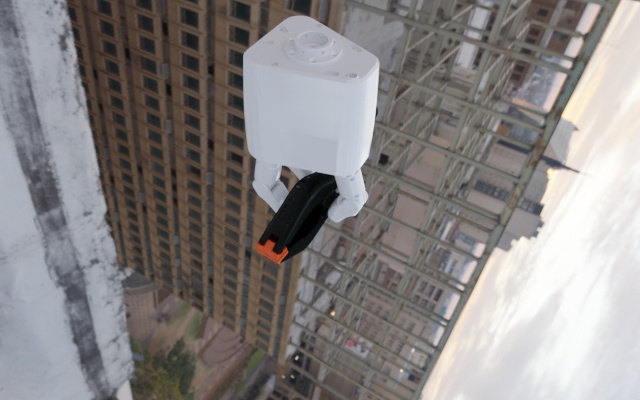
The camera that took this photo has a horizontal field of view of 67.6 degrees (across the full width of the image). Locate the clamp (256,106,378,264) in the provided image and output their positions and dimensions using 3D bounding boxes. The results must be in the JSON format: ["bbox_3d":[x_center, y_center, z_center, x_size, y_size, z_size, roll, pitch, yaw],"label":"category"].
[{"bbox_3d":[0.001,0.002,0.547,0.036,0.165,0.210,27,53,17],"label":"clamp"}]
